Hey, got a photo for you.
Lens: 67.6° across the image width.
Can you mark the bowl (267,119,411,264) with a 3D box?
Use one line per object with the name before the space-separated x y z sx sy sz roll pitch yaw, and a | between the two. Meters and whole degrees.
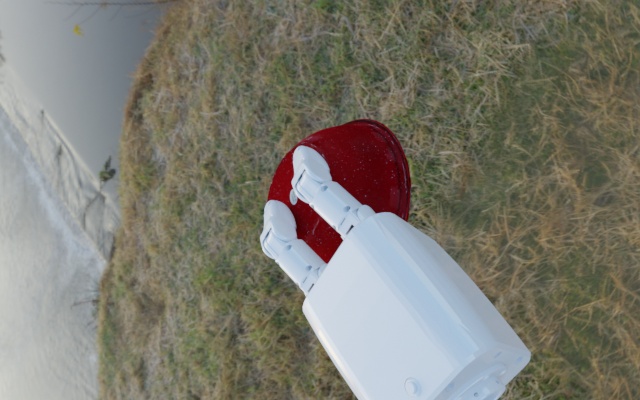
bowl | -0.001 0.001 0.411 0.055 0.162 0.162 13 -8 -34
